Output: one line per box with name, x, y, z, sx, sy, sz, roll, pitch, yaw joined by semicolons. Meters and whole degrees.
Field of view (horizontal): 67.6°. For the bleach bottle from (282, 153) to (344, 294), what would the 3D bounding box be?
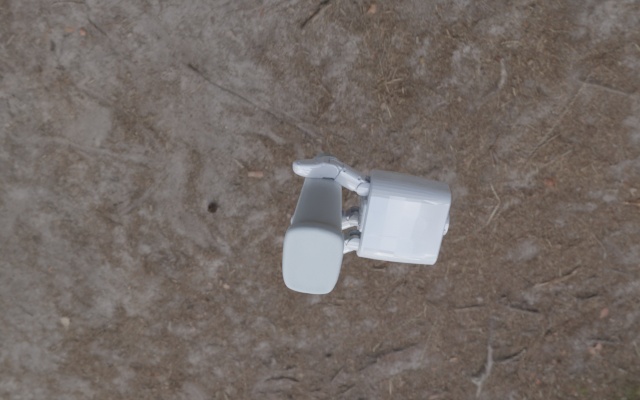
bleach bottle;0.000;0.002;0.637;0.068;0.103;0.250;8;35;0
